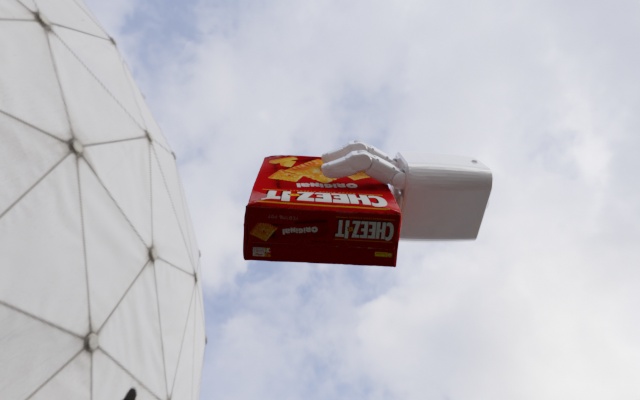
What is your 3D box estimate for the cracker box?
[{"bbox_3d":[0.000,0.002,0.590,0.164,0.072,0.213,2,19,-2],"label":"cracker box"}]
